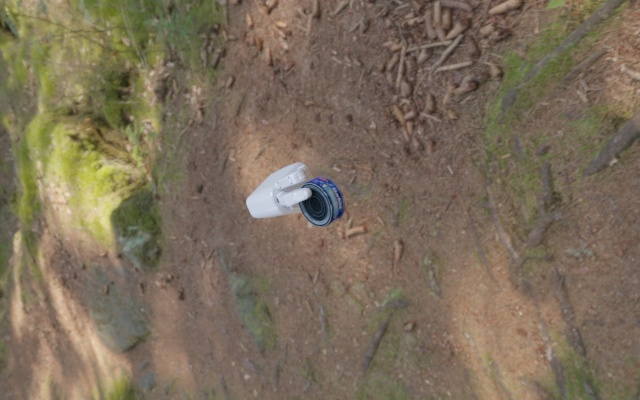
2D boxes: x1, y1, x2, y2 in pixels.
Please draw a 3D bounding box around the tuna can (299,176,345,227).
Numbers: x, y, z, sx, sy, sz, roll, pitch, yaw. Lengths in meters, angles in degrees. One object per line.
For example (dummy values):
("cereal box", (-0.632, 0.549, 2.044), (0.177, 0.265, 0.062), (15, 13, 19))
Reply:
("tuna can", (0.000, 0.003, 0.846), (0.086, 0.086, 0.033), (0, 20, 46))
